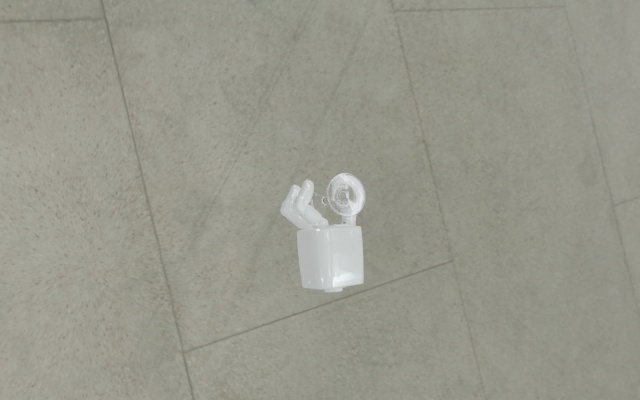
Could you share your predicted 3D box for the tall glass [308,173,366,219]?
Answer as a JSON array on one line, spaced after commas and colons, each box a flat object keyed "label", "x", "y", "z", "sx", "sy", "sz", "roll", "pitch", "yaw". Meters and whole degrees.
[{"label": "tall glass", "x": 0.000, "y": 0.003, "z": 0.884, "sx": 0.079, "sy": 0.079, "sz": 0.201, "roll": 0, "pitch": -7, "yaw": -26}]
